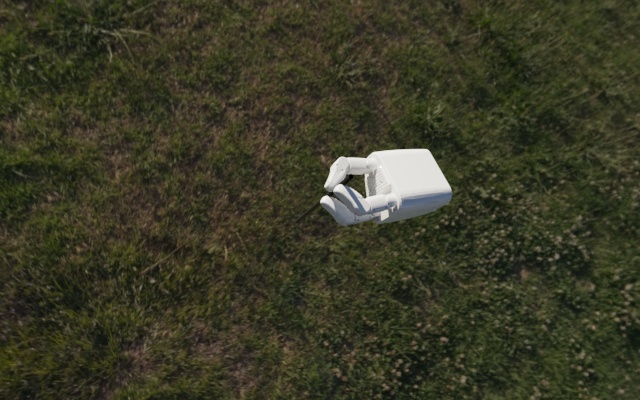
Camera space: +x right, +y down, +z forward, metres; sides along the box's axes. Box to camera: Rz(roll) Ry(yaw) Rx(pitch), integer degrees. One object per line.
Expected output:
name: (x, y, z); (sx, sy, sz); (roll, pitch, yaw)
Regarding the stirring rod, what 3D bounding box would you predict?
stirring rod: (0.000, 0.003, 0.788); (0.011, 0.011, 0.239); (0, -18, -23)
